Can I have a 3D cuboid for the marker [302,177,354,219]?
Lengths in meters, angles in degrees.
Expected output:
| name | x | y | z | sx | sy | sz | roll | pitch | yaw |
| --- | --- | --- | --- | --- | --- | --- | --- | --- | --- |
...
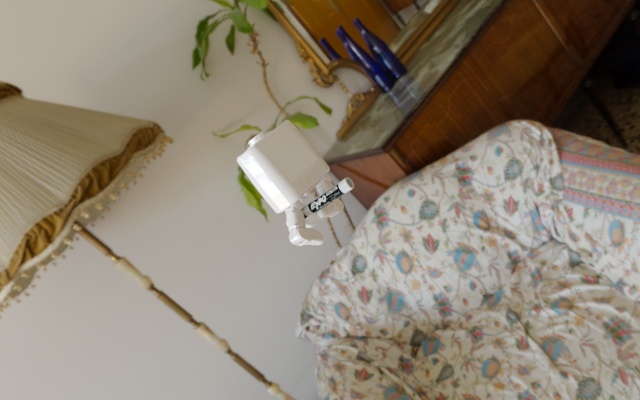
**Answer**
| name | x | y | z | sx | sy | sz | roll | pitch | yaw |
| --- | --- | --- | --- | --- | --- | --- | --- | --- | --- |
| marker | 0.000 | 0.002 | 0.717 | 0.121 | 0.020 | 0.020 | -33 | -20 | 33 |
